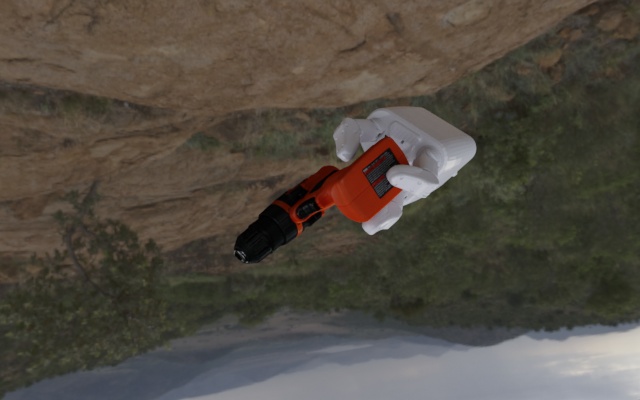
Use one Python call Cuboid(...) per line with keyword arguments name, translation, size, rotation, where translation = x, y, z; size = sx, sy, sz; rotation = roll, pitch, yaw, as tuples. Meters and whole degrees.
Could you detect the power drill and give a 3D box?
Cuboid(name="power drill", translation=(0.001, 0.002, 0.544), size=(0.184, 0.057, 0.188), rotation=(-42, 14, -33))
